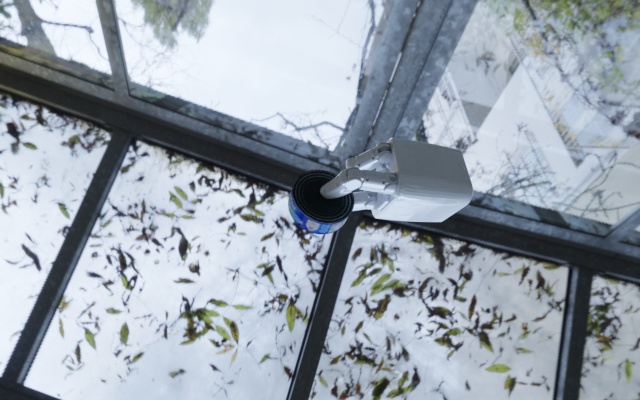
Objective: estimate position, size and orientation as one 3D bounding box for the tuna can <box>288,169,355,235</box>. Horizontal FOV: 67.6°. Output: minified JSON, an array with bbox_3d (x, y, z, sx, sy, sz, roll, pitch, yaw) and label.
[{"bbox_3d":[0.000,0.002,0.642,0.086,0.086,0.034,0,-34,-19],"label":"tuna can"}]
